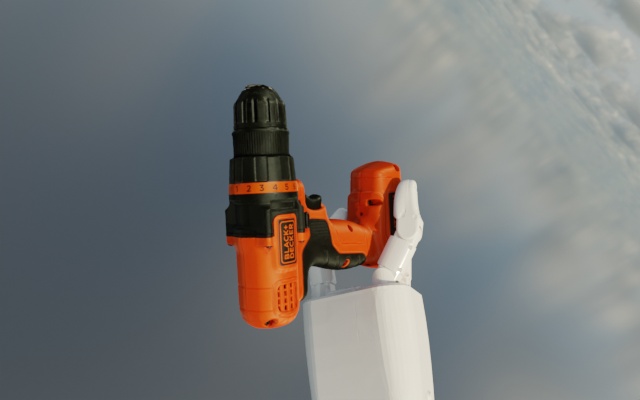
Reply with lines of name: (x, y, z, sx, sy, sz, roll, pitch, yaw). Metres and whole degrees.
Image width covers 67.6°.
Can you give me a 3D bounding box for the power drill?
power drill: (0.000, 0.002, 0.417, 0.057, 0.184, 0.187, 1, 3, 42)
